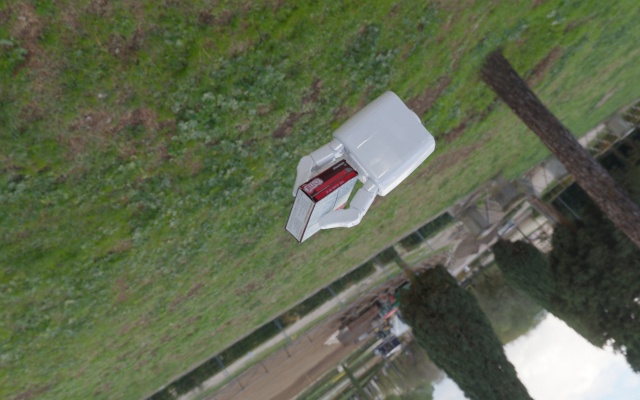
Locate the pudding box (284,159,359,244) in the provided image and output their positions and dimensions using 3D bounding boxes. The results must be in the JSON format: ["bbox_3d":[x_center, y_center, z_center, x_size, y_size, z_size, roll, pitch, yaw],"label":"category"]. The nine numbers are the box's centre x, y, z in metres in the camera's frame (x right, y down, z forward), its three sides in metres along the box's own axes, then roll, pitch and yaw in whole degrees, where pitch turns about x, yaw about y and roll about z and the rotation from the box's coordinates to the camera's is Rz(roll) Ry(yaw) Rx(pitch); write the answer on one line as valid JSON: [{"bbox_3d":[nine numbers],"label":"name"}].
[{"bbox_3d":[0.000,0.002,0.689,0.090,0.039,0.114,-33,-22,-32],"label":"pudding box"}]
